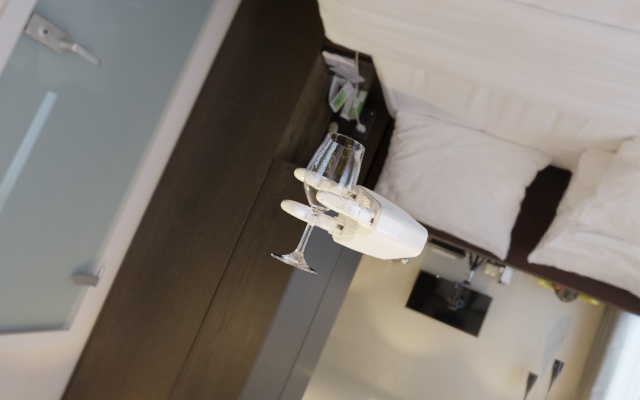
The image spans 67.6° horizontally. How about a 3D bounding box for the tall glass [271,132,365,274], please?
[{"bbox_3d":[0.000,0.003,0.711,0.079,0.201,0.079,22,-4,2],"label":"tall glass"}]
